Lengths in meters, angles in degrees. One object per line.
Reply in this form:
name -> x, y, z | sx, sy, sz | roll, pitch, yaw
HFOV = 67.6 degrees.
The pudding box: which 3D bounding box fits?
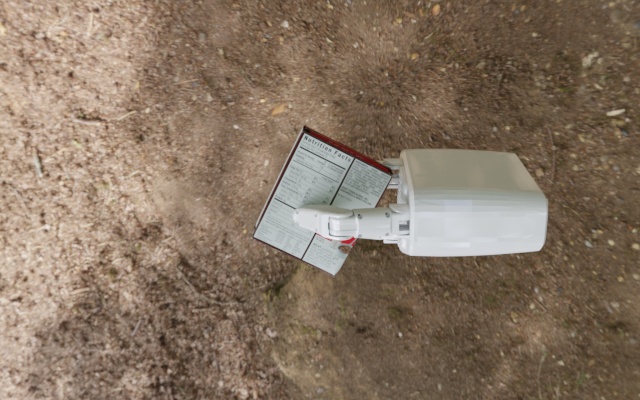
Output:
pudding box -> 0.000, 0.001, 0.434 | 0.090, 0.113, 0.039 | 27, 12, -5
